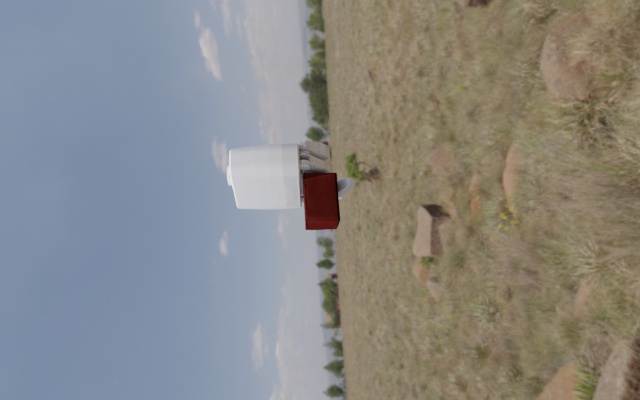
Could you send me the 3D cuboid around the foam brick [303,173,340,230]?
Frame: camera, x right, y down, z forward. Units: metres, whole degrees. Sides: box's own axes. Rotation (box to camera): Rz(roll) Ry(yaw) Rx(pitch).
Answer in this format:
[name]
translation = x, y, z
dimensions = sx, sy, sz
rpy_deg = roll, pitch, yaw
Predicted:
[foam brick]
translation = 0.000, 0.003, 0.735
dimensions = 0.051, 0.078, 0.053
rpy_deg = -2, -21, -5
